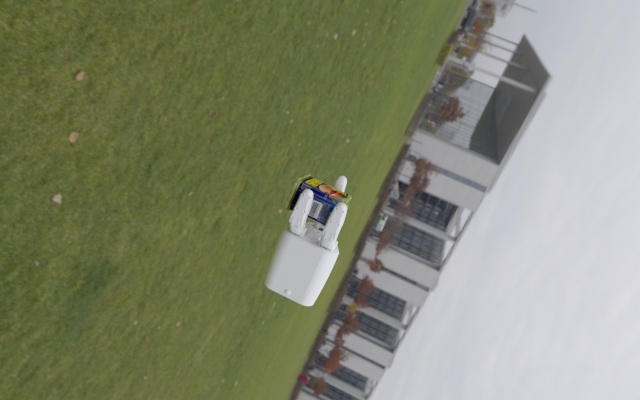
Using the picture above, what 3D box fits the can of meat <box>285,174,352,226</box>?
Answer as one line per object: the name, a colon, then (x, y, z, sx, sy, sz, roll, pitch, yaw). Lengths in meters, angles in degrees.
can of meat: (0.000, 0.003, 0.776, 0.084, 0.057, 0.102, 25, 11, 7)
